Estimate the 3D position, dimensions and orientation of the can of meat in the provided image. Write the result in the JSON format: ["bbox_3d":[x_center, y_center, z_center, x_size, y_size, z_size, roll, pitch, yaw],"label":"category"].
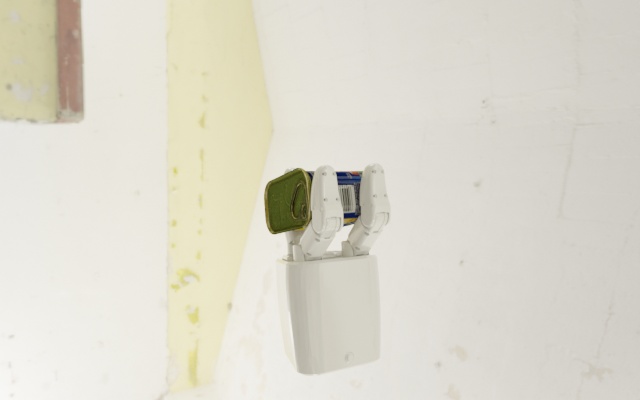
[{"bbox_3d":[0.000,0.002,0.493,0.084,0.057,0.102,-1,-8,-29],"label":"can of meat"}]
